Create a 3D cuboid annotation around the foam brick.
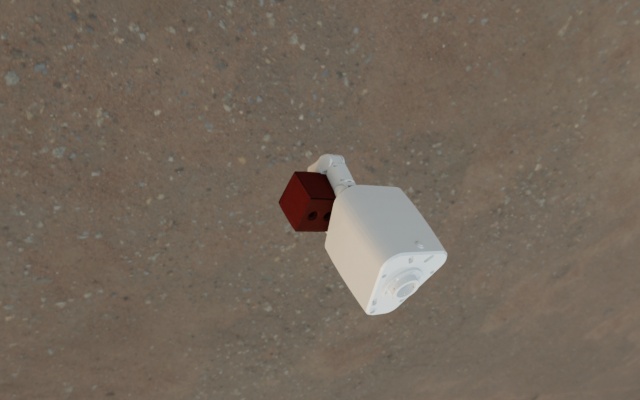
[{"bbox_3d":[0.000,0.002,0.576,0.078,0.053,0.051,2,42,-34],"label":"foam brick"}]
